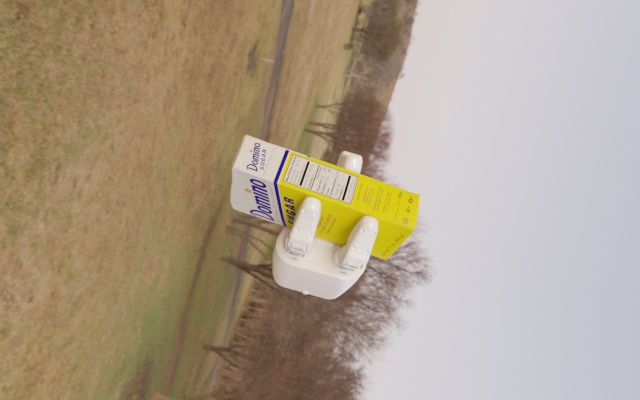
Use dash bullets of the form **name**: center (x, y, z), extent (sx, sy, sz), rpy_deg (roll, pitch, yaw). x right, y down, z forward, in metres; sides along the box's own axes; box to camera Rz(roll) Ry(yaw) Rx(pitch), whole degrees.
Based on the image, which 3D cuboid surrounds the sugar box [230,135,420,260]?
- **sugar box**: center (0.000, 0.002, 0.474), extent (0.176, 0.048, 0.093), rpy_deg (16, -27, -3)
